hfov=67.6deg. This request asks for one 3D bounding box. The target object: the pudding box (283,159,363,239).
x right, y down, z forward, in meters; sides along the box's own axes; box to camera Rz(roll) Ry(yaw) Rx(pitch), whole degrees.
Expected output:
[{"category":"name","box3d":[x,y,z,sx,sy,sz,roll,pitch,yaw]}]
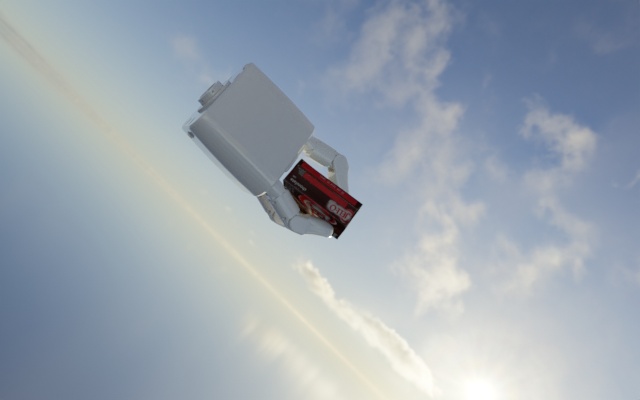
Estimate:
[{"category":"pudding box","box3d":[0.000,0.002,0.586,0.090,0.039,0.113,38,-9,5]}]
